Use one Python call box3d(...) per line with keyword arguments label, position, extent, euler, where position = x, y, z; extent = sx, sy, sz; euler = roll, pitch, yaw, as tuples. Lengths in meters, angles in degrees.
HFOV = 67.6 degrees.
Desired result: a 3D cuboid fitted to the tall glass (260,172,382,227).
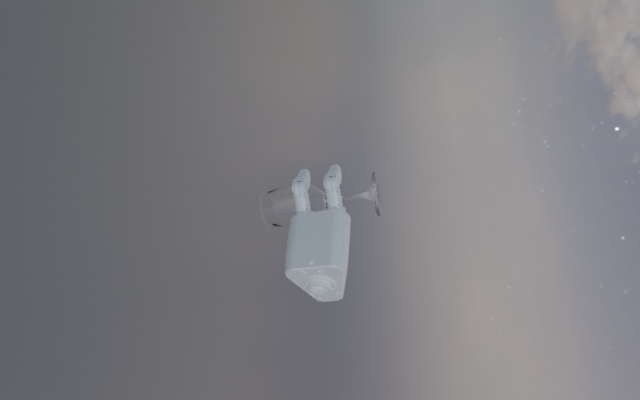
box3d(label="tall glass", position=(0.001, 0.003, 0.822), extent=(0.201, 0.079, 0.079), euler=(-8, -2, 17))
